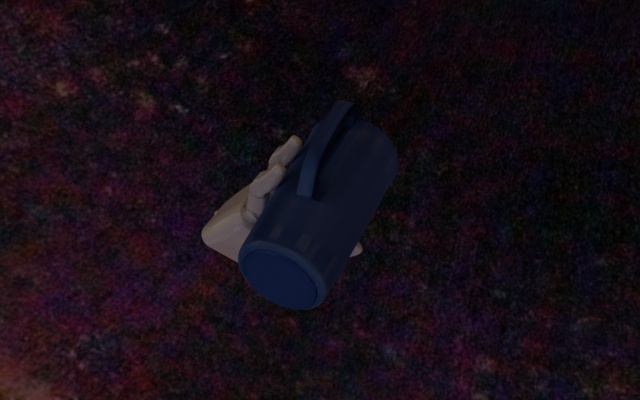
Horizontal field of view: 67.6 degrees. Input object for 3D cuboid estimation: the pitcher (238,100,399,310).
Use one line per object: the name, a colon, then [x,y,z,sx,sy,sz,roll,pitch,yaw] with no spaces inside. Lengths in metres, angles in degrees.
pitcher: [0.000,0.002,0.584,0.145,0.149,0.242,-27,23,43]
